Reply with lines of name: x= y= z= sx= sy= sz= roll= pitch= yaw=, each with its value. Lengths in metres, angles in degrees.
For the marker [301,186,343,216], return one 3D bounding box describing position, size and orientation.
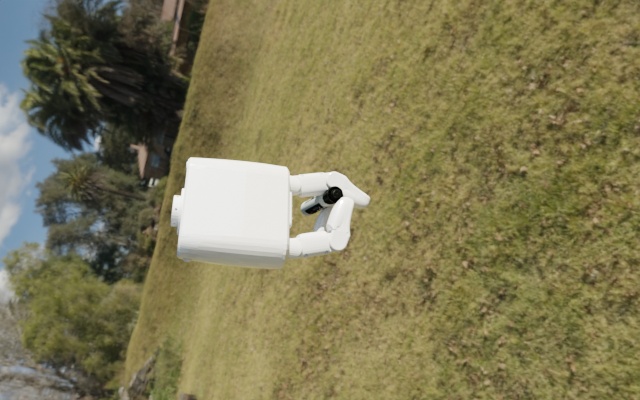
marker: x=0.000 y=0.002 z=0.565 sx=0.020 sy=0.020 sz=0.121 roll=0 pitch=-8 yaw=-17
